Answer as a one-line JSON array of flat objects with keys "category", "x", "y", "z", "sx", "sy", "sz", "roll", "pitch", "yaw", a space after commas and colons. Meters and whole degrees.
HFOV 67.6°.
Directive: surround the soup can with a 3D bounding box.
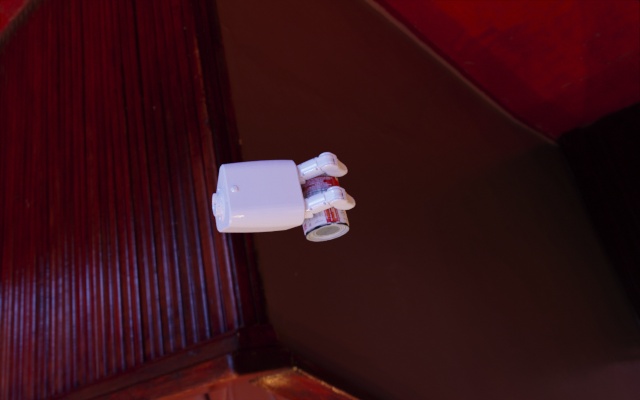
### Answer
[{"category": "soup can", "x": 0.001, "y": 0.003, "z": 0.719, "sx": 0.068, "sy": 0.102, "sz": 0.068, "roll": -11, "pitch": -22, "yaw": -5}]
